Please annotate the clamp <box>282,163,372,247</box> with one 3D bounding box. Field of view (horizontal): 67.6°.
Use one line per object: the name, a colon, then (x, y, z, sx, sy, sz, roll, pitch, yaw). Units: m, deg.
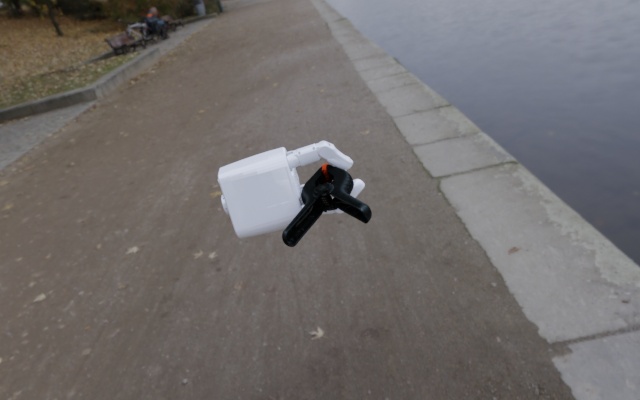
clamp: (0.000, 0.002, 0.668, 0.120, 0.039, 0.171, -17, 26, 2)
